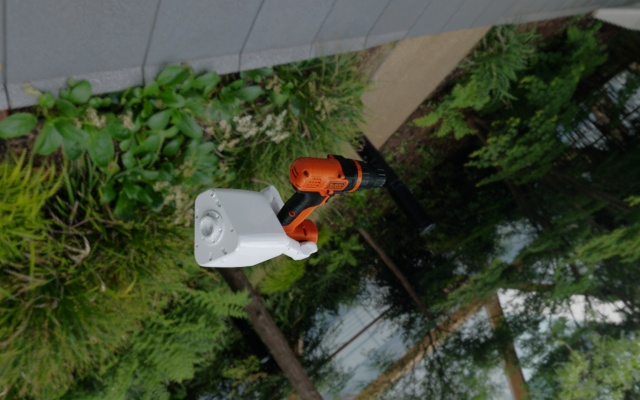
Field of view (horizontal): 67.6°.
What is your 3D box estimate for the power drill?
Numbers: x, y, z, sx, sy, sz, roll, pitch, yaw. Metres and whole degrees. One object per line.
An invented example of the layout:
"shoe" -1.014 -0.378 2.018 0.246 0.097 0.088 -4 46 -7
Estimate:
"power drill" 0.000 0.003 0.783 0.184 0.057 0.188 3 -43 -38
